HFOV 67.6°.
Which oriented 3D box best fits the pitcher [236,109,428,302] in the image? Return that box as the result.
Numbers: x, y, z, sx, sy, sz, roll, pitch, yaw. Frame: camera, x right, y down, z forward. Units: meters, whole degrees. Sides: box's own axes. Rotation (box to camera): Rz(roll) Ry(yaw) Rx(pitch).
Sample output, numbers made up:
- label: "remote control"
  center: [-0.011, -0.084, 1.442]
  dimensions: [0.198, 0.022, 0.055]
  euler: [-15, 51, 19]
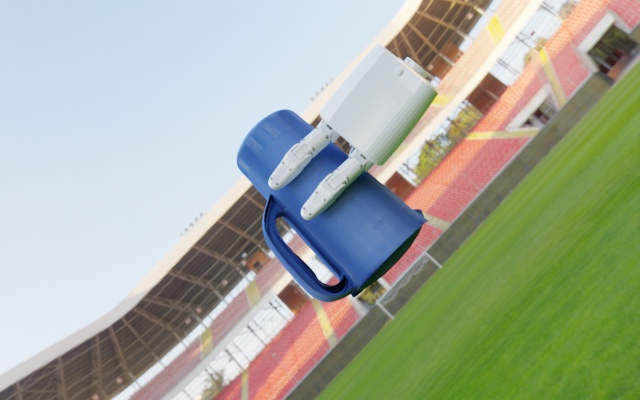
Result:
- label: "pitcher"
  center: [0.000, 0.002, 0.610]
  dimensions: [0.243, 0.145, 0.149]
  euler: [44, 17, 14]
